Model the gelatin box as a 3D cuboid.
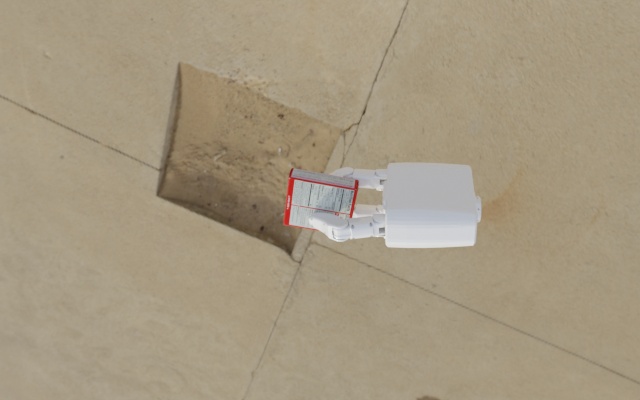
[{"bbox_3d":[0.000,0.002,0.617,0.089,0.073,0.030,9,32,1],"label":"gelatin box"}]
